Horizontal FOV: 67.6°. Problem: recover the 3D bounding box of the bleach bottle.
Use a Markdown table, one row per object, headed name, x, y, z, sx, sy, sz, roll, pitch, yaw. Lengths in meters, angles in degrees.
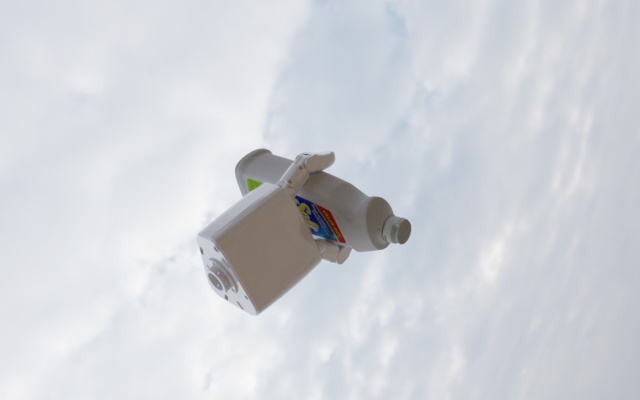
| name | x | y | z | sx | sy | sz | roll | pitch | yaw |
| --- | --- | --- | --- | --- | --- | --- | --- | --- | --- |
| bleach bottle | 0.000 | 0.002 | 0.605 | 0.251 | 0.103 | 0.068 | 16 | 43 | 41 |
